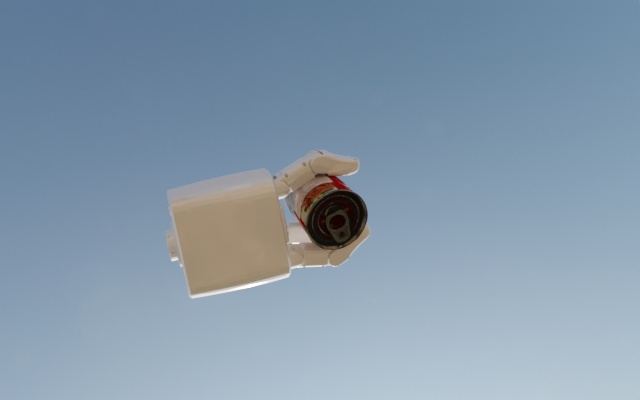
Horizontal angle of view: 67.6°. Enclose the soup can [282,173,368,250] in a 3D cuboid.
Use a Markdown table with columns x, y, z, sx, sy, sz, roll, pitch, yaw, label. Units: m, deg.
| x | y | z | sx | sy | sz | roll | pitch | yaw | label |
| --- | --- | --- | --- | --- | --- | --- | --- | --- | --- |
| 0.000 | 0.001 | 0.529 | 0.068 | 0.068 | 0.102 | 0 | 22 | -22 | soup can |
